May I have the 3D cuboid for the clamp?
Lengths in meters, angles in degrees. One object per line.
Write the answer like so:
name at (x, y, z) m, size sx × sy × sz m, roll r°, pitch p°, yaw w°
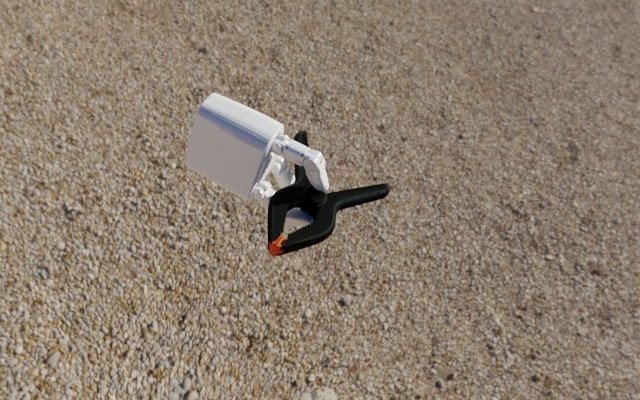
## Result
clamp at (0.000, 0.002, 0.662) m, size 0.164 × 0.210 × 0.036 m, roll 27°, pitch -39°, yaw 3°
